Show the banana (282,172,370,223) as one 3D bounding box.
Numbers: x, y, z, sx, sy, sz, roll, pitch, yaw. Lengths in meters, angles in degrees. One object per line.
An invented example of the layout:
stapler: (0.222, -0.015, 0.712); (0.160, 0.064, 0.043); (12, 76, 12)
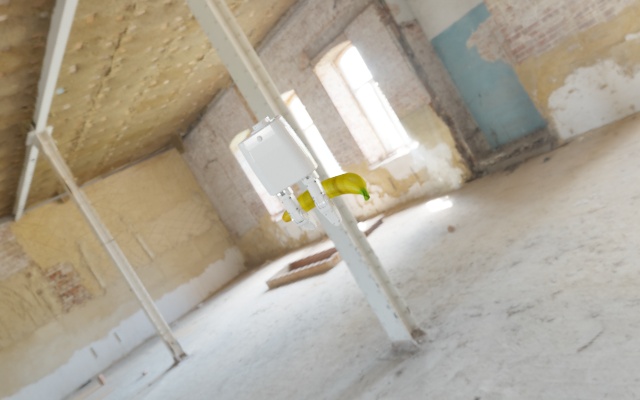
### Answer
banana: (0.009, -0.010, 0.851); (0.198, 0.037, 0.069); (-19, 30, 39)
